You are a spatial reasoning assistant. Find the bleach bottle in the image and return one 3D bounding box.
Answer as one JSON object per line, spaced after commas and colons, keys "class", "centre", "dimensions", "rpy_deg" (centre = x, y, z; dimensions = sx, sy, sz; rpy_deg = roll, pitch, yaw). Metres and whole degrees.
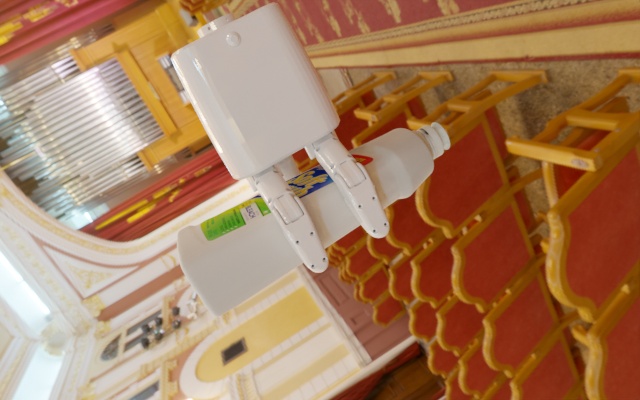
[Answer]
{"class": "bleach bottle", "centre": [0.000, 0.001, 0.425], "dimensions": [0.251, 0.068, 0.102], "rpy_deg": [-30, 20, -8]}
